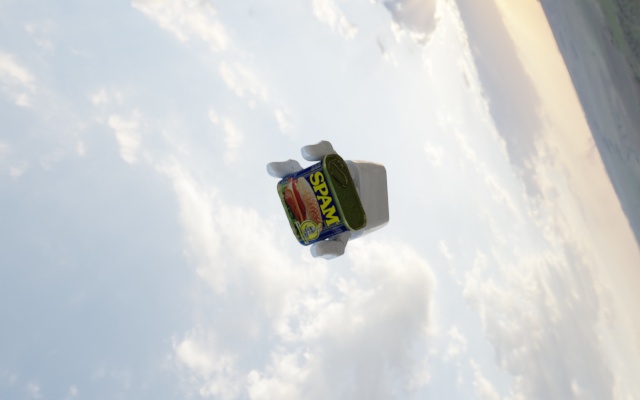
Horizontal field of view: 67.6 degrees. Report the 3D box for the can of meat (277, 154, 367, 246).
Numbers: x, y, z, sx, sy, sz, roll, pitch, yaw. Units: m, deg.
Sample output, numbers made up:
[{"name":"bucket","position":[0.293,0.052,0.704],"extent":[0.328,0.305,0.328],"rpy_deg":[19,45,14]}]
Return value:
[{"name":"can of meat","position":[0.000,0.002,0.623],"extent":[0.084,0.102,0.057],"rpy_deg":[-22,-4,31]}]
